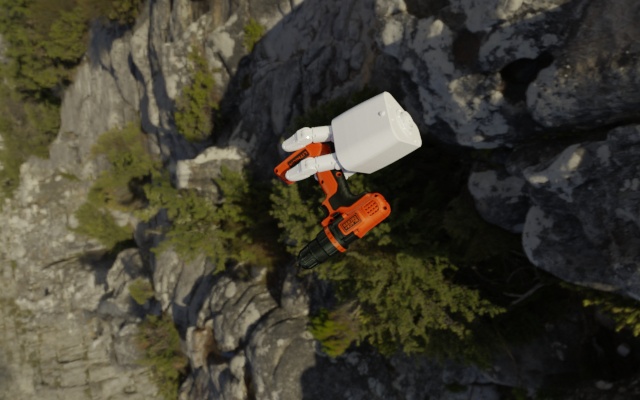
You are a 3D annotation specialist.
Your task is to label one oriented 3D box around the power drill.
[{"bbox_3d":[0.000,0.002,0.825,0.184,0.187,0.057,-37,-15,8],"label":"power drill"}]
